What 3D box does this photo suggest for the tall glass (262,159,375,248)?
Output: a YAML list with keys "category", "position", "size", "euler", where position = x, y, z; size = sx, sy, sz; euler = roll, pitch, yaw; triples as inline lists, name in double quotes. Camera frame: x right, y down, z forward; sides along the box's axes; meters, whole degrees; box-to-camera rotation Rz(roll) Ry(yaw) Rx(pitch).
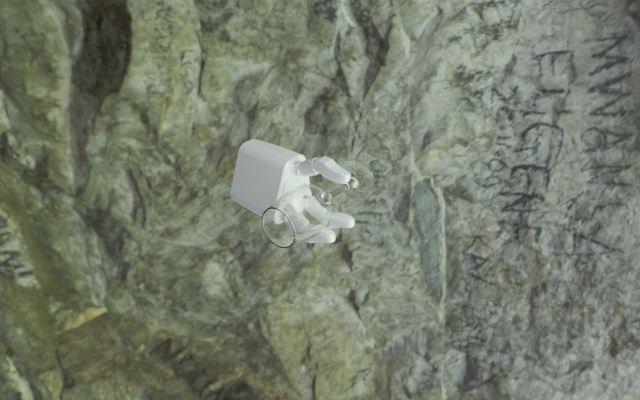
- category: "tall glass"
  position: [0.001, 0.002, 0.729]
  size: [0.079, 0.079, 0.201]
  euler: [0, 21, 39]
